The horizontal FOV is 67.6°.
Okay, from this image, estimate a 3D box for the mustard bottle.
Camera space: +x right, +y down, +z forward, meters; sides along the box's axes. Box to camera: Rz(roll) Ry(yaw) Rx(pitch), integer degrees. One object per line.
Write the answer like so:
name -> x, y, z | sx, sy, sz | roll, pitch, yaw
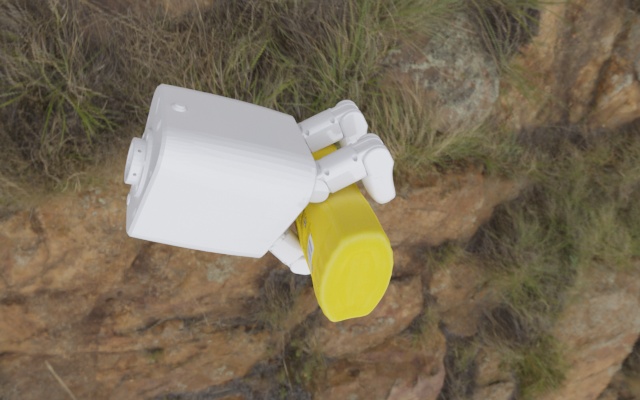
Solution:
mustard bottle -> 0.000, 0.002, 0.414 | 0.058, 0.096, 0.191 | -9, 41, -13
